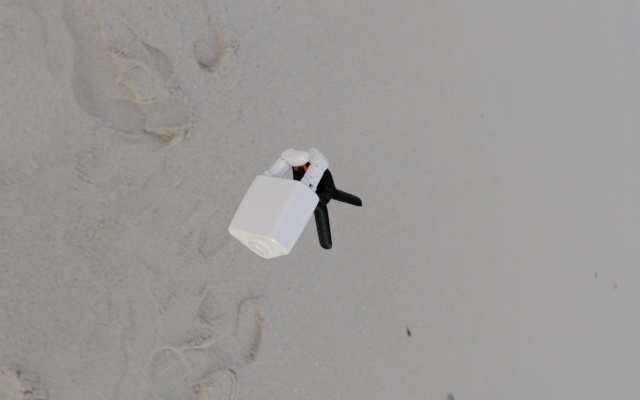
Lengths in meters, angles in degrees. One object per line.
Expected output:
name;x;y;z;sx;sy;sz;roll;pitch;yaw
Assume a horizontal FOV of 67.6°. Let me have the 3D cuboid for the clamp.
clamp;0.000;0.003;0.840;0.039;0.120;0.171;-2;-37;48
